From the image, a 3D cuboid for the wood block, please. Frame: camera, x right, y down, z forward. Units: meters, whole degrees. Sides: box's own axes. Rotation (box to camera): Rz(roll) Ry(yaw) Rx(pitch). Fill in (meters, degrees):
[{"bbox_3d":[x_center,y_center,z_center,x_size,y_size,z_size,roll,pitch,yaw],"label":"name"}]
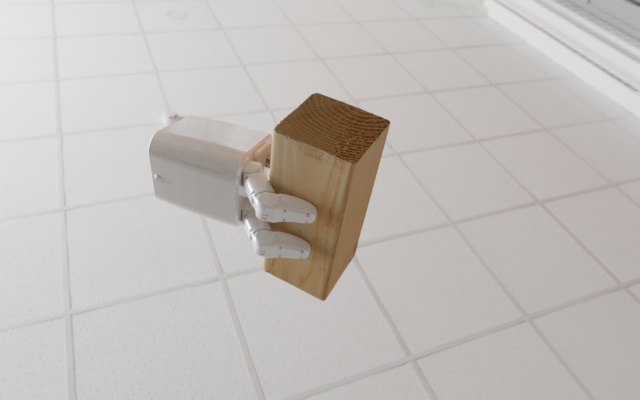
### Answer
[{"bbox_3d":[0.000,0.001,0.530,0.090,0.206,0.090,24,45,15],"label":"wood block"}]
